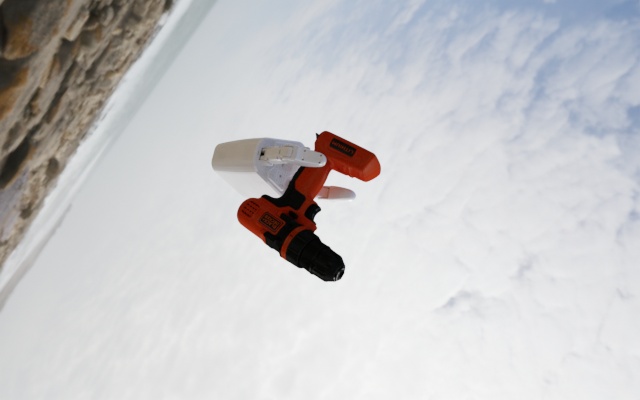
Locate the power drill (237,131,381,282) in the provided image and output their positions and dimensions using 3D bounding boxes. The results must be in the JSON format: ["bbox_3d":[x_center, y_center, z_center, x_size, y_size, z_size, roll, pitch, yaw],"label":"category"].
[{"bbox_3d":[0.000,0.002,0.659,0.184,0.187,0.057,31,-19,28],"label":"power drill"}]
